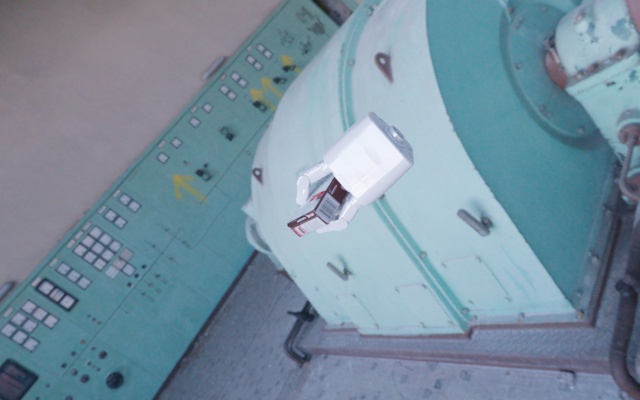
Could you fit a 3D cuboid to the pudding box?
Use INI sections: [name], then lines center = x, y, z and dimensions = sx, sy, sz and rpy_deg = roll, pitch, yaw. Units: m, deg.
[pudding box]
center = 0.000, 0.003, 0.831
dimensions = 0.039, 0.113, 0.090
rpy_deg = 44, -37, -14
